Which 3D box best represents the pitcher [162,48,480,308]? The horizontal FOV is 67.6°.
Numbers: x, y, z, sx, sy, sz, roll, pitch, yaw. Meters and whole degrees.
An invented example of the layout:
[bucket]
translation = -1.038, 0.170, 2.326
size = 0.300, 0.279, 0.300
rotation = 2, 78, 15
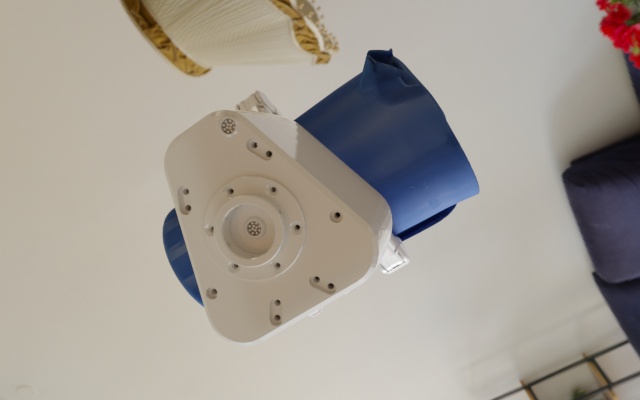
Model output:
[pitcher]
translation = 0.000, 0.001, 0.406
size = 0.243, 0.149, 0.145
rotation = -31, 0, 11
